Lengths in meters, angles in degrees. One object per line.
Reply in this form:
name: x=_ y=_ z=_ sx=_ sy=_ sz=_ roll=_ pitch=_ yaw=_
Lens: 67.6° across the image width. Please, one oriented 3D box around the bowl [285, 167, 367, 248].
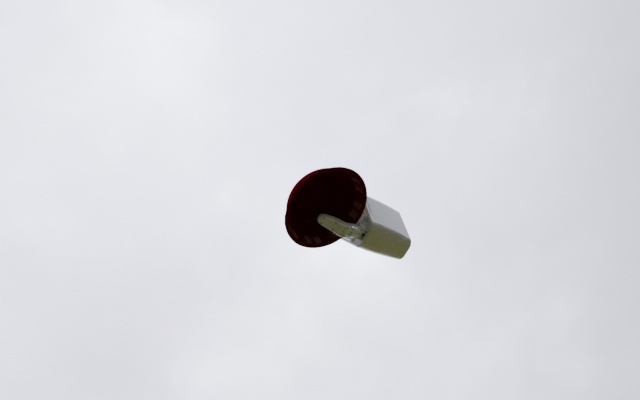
bowl: x=-0.001 y=0.002 z=0.838 sx=0.162 sy=0.162 sz=0.055 roll=0 pitch=30 yaw=-33
